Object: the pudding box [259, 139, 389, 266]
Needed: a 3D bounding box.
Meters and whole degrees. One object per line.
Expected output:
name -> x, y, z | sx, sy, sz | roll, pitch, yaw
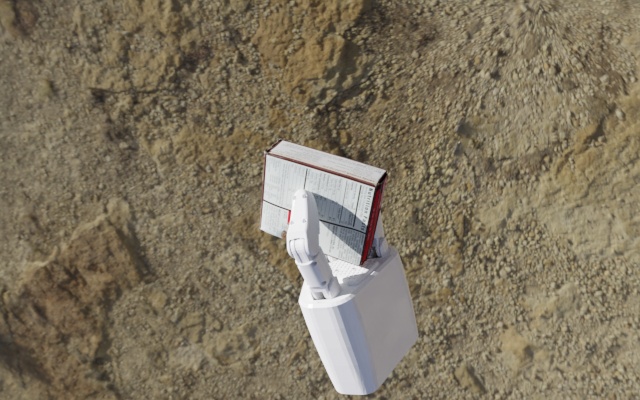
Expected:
pudding box -> 0.000, 0.002, 0.449 | 0.113, 0.090, 0.039 | 17, 31, 15
